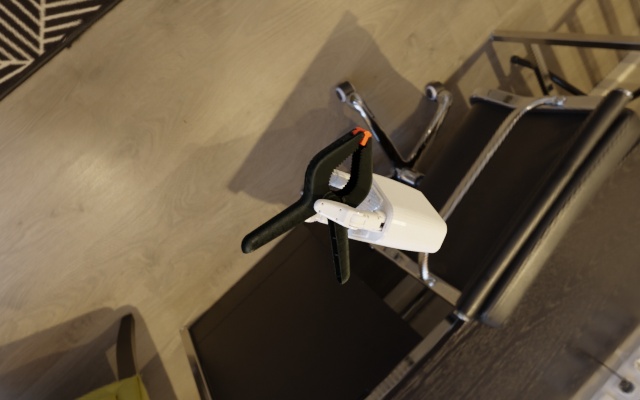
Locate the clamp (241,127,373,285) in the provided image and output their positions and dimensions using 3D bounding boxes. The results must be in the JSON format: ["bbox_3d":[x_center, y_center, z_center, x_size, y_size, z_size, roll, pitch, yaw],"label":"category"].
[{"bbox_3d":[0.001,0.002,0.610,0.164,0.210,0.036,15,12,-29],"label":"clamp"}]
